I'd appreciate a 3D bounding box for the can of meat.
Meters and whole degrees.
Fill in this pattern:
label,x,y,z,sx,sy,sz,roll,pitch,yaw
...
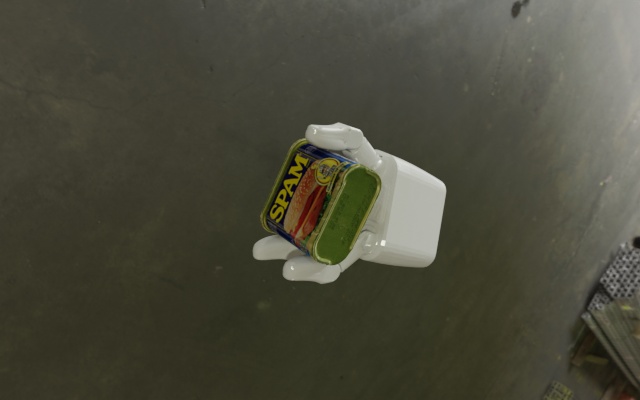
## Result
label,x,y,z,sx,sy,sz,roll,pitch,yaw
can of meat,0.000,0.002,0.458,0.057,0.102,0.084,21,6,-44
